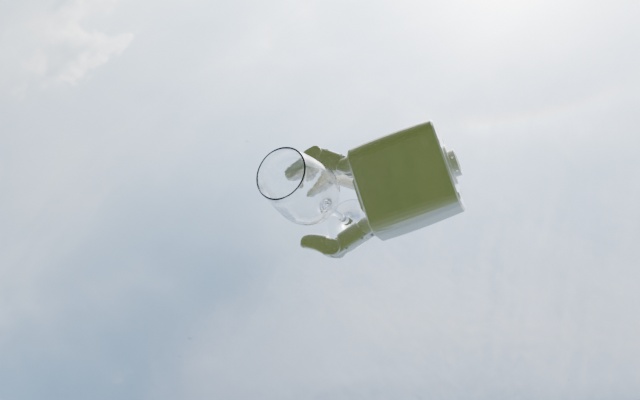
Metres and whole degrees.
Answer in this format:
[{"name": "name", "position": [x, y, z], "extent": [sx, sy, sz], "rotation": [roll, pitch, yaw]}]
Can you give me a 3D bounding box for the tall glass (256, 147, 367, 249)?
[{"name": "tall glass", "position": [0.000, 0.002, 0.594], "extent": [0.079, 0.079, 0.201], "rotation": [0, -18, 28]}]
